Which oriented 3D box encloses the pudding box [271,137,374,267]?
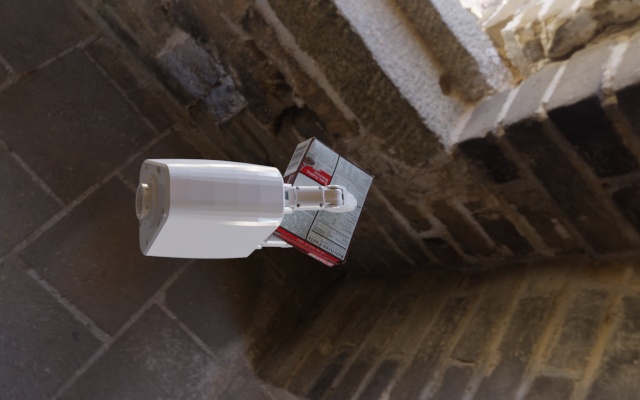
[{"bbox_3d":[0.000,0.002,0.514,0.090,0.113,0.039,32,-24,-21],"label":"pudding box"}]
